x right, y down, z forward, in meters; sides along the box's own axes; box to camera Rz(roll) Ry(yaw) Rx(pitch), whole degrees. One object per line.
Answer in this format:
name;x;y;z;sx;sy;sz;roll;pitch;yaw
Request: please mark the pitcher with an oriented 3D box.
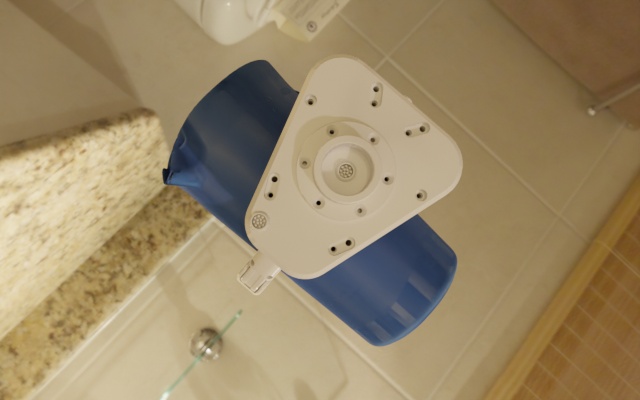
pitcher;0.000;0.001;0.420;0.243;0.149;0.145;42;-4;0
